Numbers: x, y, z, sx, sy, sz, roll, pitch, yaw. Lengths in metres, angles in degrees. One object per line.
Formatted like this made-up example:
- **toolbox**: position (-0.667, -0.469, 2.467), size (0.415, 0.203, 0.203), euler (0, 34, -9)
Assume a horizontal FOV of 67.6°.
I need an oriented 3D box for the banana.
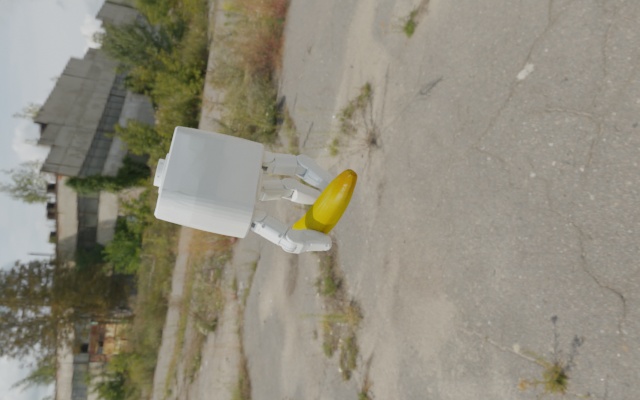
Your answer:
- **banana**: position (-0.005, 0.020, 0.608), size (0.037, 0.069, 0.198), euler (18, -20, -13)
